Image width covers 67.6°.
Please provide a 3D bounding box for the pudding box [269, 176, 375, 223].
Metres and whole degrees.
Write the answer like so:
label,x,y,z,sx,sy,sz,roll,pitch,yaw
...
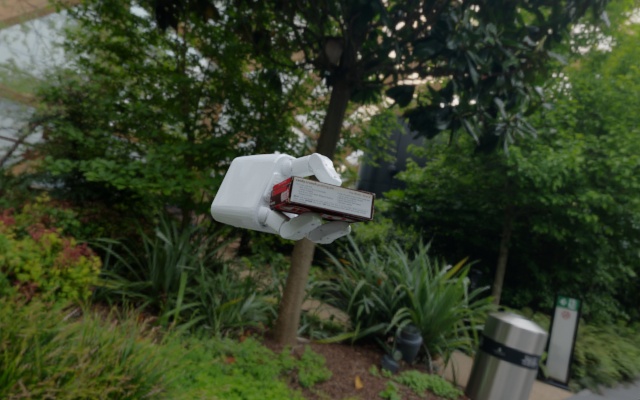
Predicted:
label,x,y,z,sx,sy,sz,roll,pitch,yaw
pudding box,0.000,0.002,0.610,0.113,0.039,0.090,10,-8,-19
